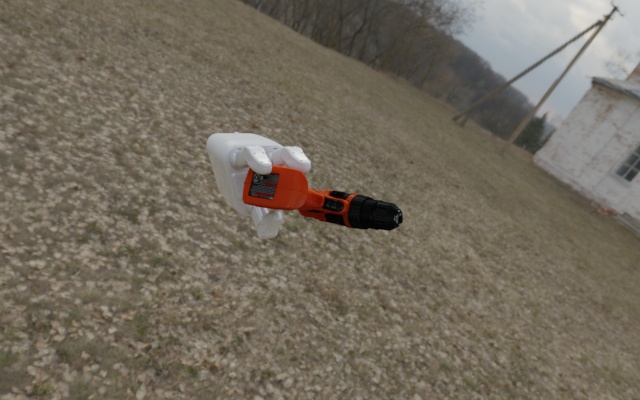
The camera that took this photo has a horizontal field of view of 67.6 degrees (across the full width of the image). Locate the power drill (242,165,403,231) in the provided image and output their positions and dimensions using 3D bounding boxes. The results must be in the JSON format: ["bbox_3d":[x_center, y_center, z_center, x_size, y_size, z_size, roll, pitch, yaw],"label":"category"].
[{"bbox_3d":[0.000,0.002,0.670,0.184,0.057,0.188,7,-8,39],"label":"power drill"}]
